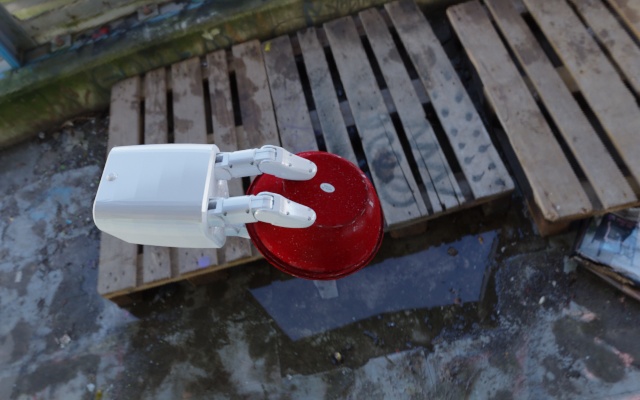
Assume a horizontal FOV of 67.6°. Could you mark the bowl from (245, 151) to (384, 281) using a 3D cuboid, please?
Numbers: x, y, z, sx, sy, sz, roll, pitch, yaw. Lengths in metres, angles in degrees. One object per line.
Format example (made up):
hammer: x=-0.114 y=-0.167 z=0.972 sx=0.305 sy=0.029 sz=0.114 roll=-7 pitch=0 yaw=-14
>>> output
bowl: x=0.001 y=0.001 z=0.517 sx=0.162 sy=0.162 sz=0.055 roll=0 pitch=-31 yaw=-15
